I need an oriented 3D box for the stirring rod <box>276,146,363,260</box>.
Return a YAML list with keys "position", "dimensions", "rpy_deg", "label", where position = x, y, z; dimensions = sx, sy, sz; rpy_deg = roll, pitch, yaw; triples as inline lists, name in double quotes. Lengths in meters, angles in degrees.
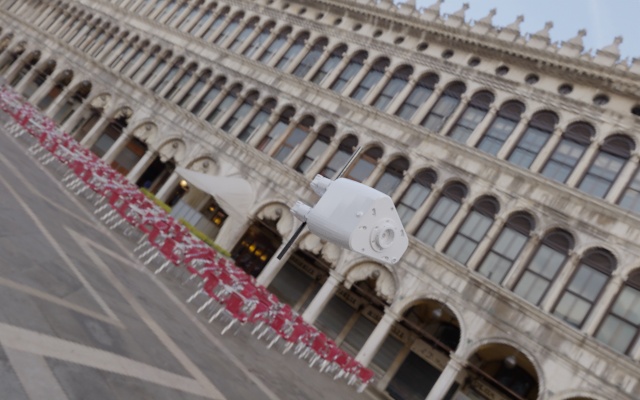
- position: [0.000, 0.003, 0.815]
  dimensions: [0.011, 0.239, 0.011]
  rpy_deg: [35, -10, 7]
  label: "stirring rod"
